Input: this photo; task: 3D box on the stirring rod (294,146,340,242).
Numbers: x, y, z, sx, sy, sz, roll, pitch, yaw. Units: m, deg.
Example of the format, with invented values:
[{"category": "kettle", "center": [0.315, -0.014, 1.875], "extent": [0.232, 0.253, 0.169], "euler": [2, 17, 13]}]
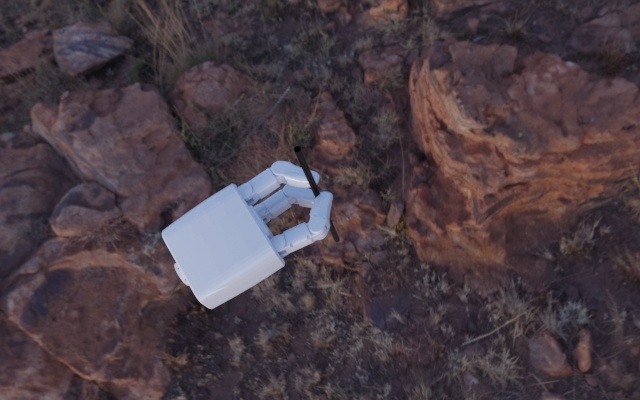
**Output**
[{"category": "stirring rod", "center": [0.000, 0.002, 0.607], "extent": [0.011, 0.011, 0.240], "euler": [0, -28, 13]}]
